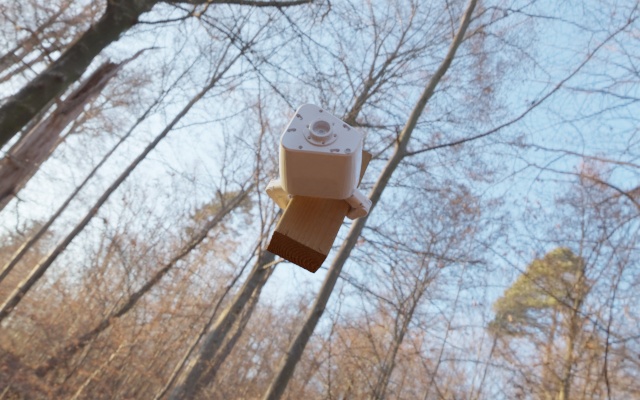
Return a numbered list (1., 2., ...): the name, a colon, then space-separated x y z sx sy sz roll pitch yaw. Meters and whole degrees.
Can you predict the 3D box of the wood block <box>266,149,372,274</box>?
1. wood block: 0.001 0.002 0.790 0.091 0.206 0.090 27 -30 -1
